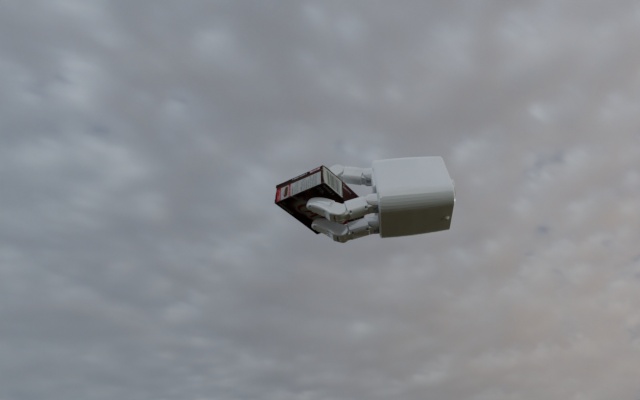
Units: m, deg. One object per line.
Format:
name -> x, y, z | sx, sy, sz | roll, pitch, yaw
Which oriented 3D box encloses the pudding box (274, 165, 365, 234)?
pudding box -> 0.000, 0.002, 0.720 | 0.090, 0.039, 0.113 | -22, -43, 27
